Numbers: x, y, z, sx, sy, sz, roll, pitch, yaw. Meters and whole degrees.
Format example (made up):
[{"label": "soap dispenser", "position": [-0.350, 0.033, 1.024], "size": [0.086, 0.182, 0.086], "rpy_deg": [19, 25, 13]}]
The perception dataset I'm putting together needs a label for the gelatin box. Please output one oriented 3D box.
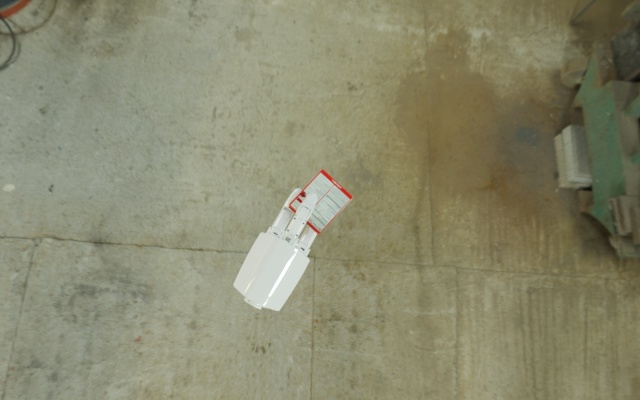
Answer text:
[{"label": "gelatin box", "position": [0.000, 0.002, 0.821], "size": [0.073, 0.089, 0.030], "rpy_deg": [42, -6, 3]}]
